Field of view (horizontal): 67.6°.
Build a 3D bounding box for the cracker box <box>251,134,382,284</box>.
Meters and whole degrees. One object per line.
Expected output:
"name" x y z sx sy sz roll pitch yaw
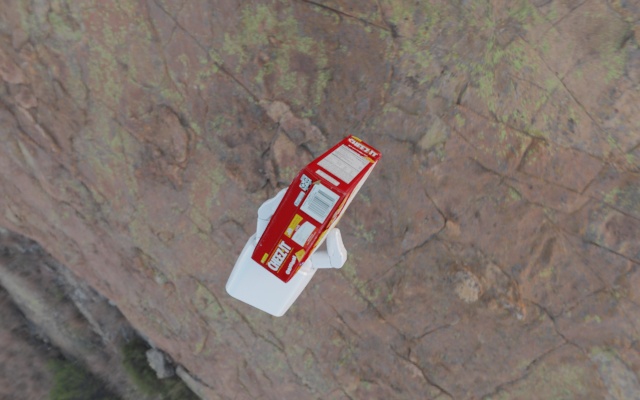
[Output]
"cracker box" 0.000 0.002 0.708 0.072 0.164 0.213 35 26 5
